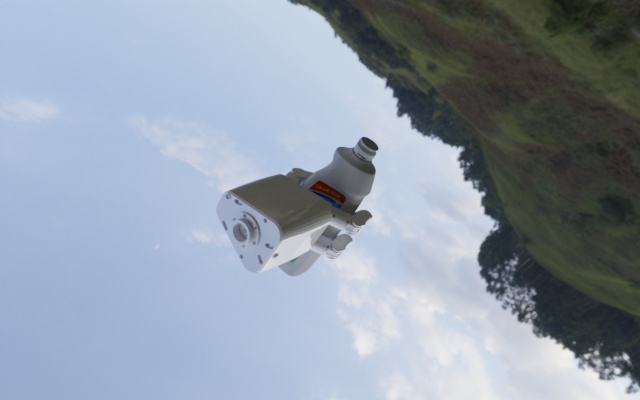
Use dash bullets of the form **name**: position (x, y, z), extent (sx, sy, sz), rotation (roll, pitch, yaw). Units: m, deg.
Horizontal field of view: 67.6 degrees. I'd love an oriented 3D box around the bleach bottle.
- **bleach bottle**: position (0.000, 0.002, 0.717), extent (0.068, 0.102, 0.251), rotation (-21, -27, -52)
